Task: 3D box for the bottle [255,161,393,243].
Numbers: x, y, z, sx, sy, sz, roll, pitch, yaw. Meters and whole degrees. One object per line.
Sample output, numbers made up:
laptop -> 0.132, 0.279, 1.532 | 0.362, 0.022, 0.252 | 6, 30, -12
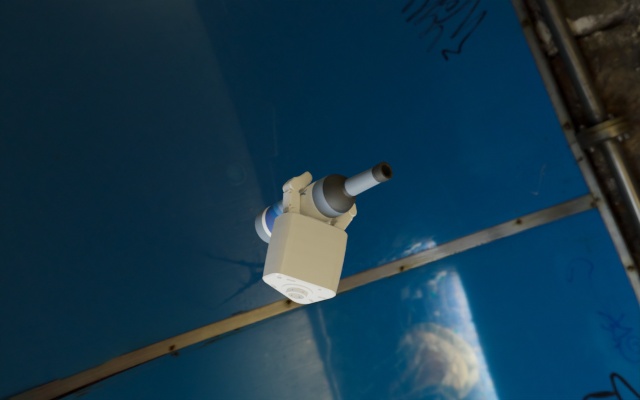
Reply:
bottle -> 0.000, 0.003, 0.784 | 0.069, 0.069, 0.296 | 0, -18, -42
